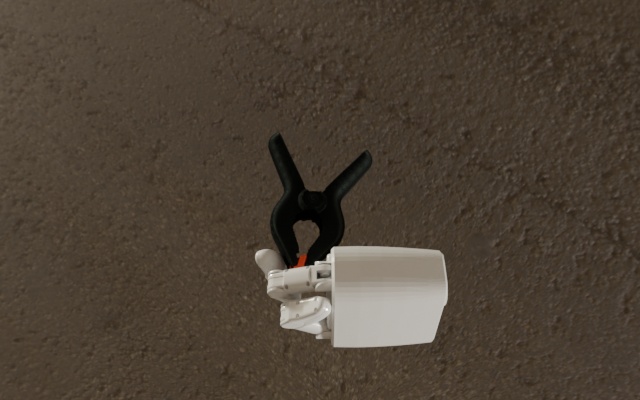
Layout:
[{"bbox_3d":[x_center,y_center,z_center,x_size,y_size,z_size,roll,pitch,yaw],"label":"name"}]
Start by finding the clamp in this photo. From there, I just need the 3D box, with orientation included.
[{"bbox_3d":[0.000,0.002,0.519,0.120,0.171,0.039,1,-26,-1],"label":"clamp"}]
